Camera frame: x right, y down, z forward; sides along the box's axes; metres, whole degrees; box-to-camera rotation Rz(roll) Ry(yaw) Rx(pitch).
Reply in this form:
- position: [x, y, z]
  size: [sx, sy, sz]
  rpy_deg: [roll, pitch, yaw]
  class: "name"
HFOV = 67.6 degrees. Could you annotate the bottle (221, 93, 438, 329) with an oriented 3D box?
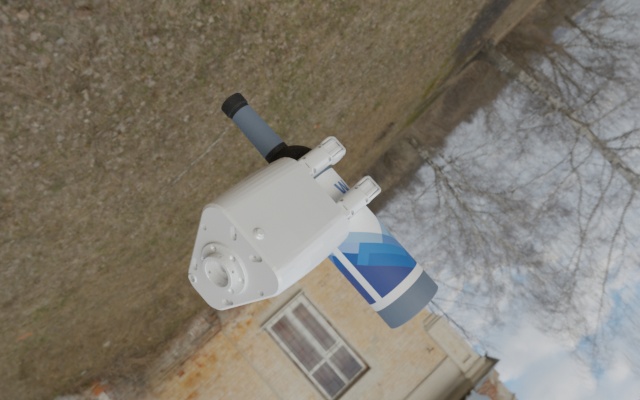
- position: [0.000, 0.002, 0.508]
  size: [0.069, 0.295, 0.069]
  rpy_deg: [-41, -4, -4]
  class: "bottle"
